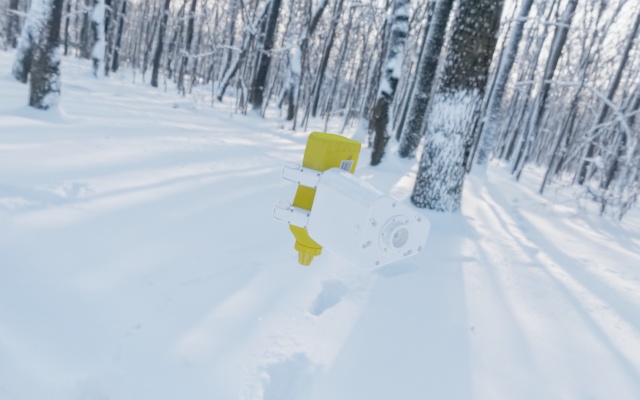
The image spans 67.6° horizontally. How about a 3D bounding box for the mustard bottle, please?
[{"bbox_3d":[0.000,0.002,0.675,0.058,0.192,0.096,21,14,29],"label":"mustard bottle"}]
